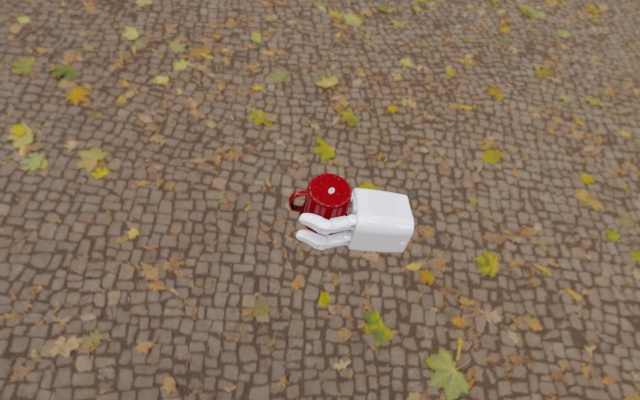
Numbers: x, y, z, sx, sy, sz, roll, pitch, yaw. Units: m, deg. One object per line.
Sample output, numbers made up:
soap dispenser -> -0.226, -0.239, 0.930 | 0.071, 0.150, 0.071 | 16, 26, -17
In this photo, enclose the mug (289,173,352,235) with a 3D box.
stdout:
mug -> -0.001, 0.003, 0.882 | 0.117, 0.093, 0.082 | 6, -38, -6
